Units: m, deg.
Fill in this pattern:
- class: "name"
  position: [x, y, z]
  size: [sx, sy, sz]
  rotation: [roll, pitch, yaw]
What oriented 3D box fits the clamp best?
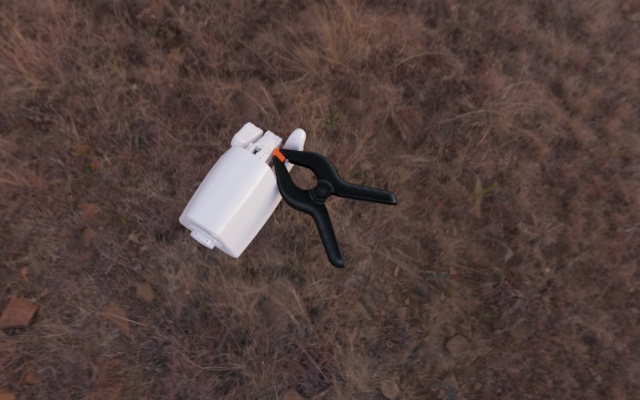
- class: "clamp"
  position: [0.000, 0.002, 0.612]
  size: [0.171, 0.120, 0.039]
  rotation: [32, -15, 4]
